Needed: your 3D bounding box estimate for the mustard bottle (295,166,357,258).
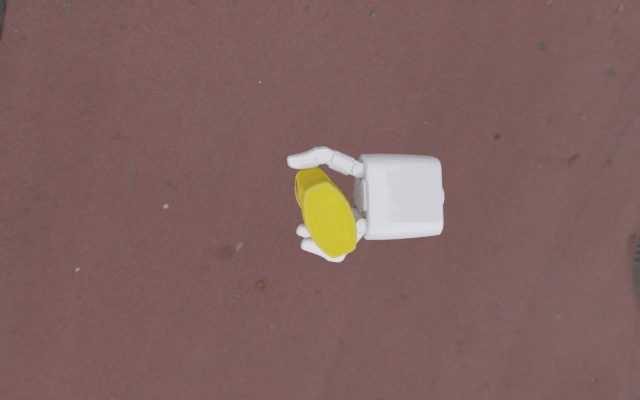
[{"bbox_3d":[0.000,0.002,0.644,0.058,0.096,0.191,-24,16,-1],"label":"mustard bottle"}]
